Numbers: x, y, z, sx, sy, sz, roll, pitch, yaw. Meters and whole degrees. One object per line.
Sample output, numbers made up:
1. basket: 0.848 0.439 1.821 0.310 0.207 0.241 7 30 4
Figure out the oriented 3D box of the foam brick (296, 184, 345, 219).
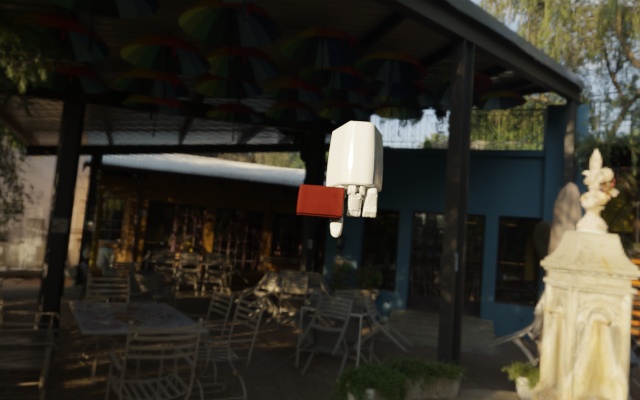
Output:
1. foam brick: 0.000 0.003 0.821 0.078 0.051 0.053 4 -4 0
